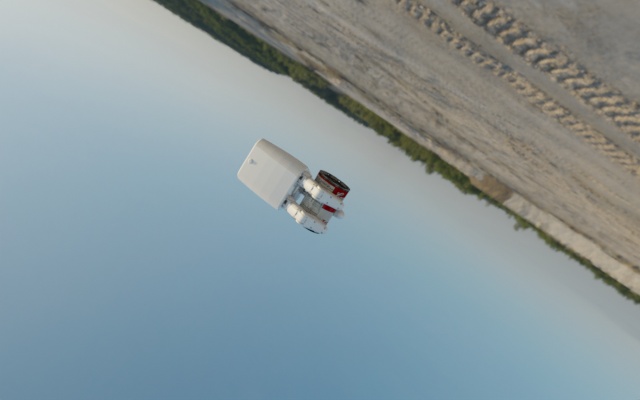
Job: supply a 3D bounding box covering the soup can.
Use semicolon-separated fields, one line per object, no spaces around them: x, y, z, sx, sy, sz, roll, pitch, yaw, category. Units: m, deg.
0.000;0.003;0.898;0.068;0.102;0.068;32;12;-8;soup can
